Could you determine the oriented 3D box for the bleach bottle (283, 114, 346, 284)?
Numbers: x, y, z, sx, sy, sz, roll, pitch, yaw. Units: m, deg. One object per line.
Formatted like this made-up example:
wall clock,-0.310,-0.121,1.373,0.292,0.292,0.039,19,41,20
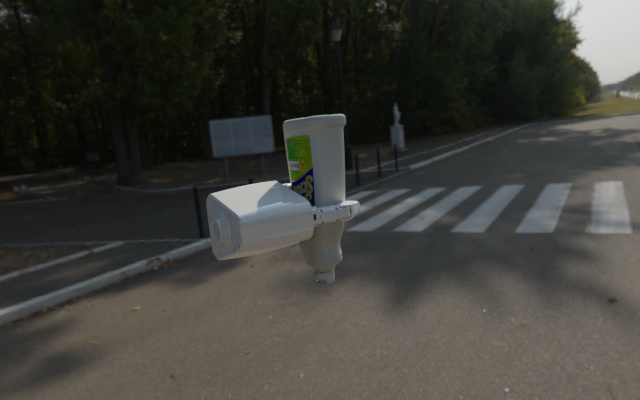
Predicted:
bleach bottle,0.000,0.002,0.715,0.068,0.251,0.102,-11,9,-34
